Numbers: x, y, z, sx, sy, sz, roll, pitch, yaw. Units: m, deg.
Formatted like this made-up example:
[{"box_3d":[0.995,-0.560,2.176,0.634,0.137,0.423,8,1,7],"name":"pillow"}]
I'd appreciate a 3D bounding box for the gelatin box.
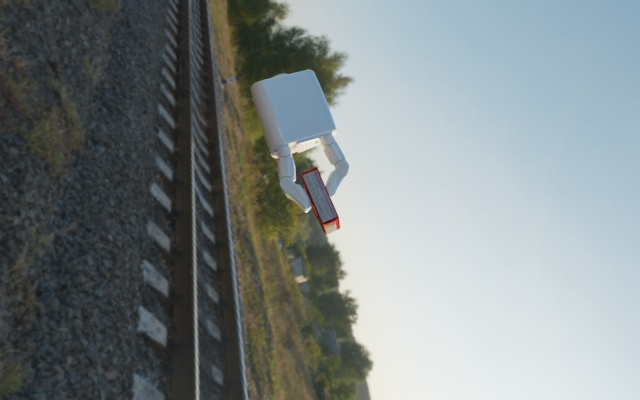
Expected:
[{"box_3d":[0.001,0.003,0.741,0.030,0.089,0.073,-23,-16,-4],"name":"gelatin box"}]
